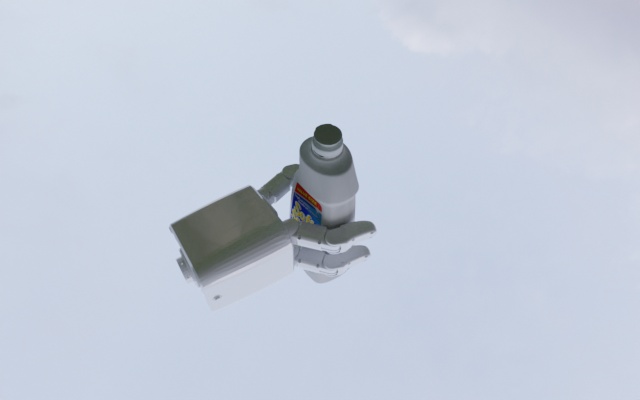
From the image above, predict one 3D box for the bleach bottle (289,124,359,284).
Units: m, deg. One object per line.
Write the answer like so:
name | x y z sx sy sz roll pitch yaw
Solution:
bleach bottle | 0.000 0.002 0.566 0.068 0.102 0.251 -26 -30 -18
